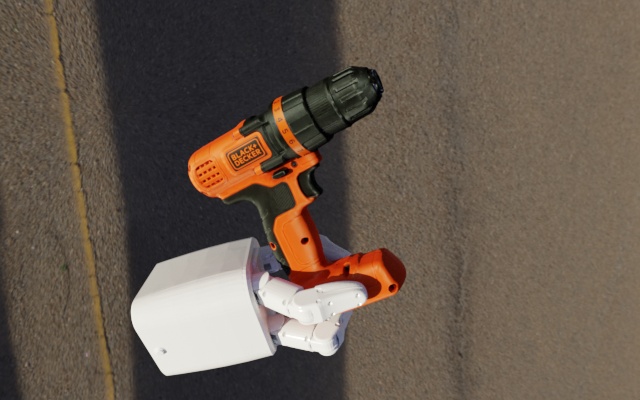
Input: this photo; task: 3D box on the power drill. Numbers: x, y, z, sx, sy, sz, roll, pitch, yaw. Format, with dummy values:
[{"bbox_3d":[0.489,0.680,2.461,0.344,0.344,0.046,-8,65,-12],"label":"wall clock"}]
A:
[{"bbox_3d":[0.000,0.002,0.411,0.184,0.188,0.057,-24,10,23],"label":"power drill"}]
